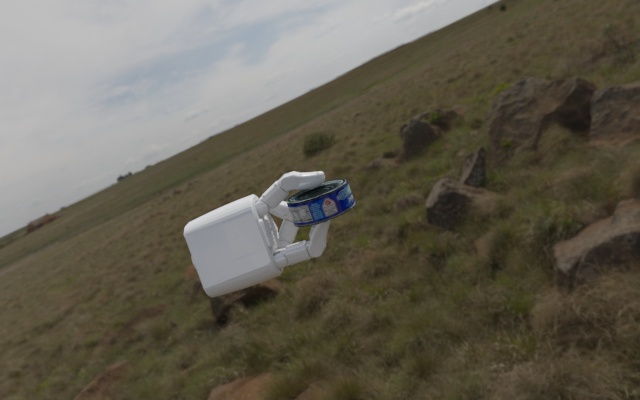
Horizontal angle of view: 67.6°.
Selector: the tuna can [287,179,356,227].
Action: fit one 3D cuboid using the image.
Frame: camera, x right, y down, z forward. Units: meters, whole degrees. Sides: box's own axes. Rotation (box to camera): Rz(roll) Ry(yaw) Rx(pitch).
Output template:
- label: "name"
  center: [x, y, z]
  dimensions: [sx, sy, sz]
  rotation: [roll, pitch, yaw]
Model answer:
- label: "tuna can"
  center: [0.000, 0.001, 0.622]
  dimensions: [0.086, 0.034, 0.086]
  rotation: [-19, 12, 4]
